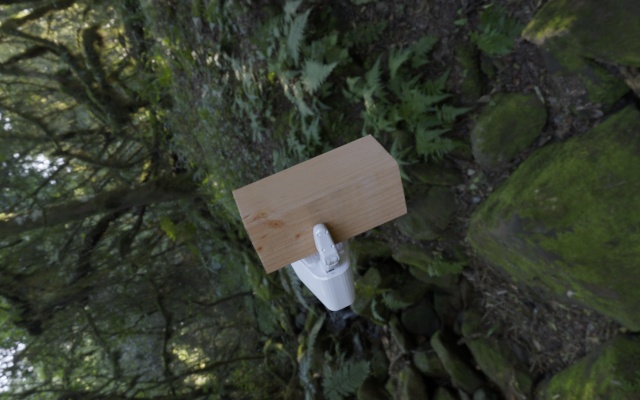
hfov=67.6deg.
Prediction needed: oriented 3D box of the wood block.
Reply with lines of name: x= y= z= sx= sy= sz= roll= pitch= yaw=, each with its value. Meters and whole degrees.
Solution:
wood block: x=0.000 y=0.003 z=0.644 sx=0.206 sy=0.090 sz=0.090 roll=-23 pitch=38 yaw=-7
